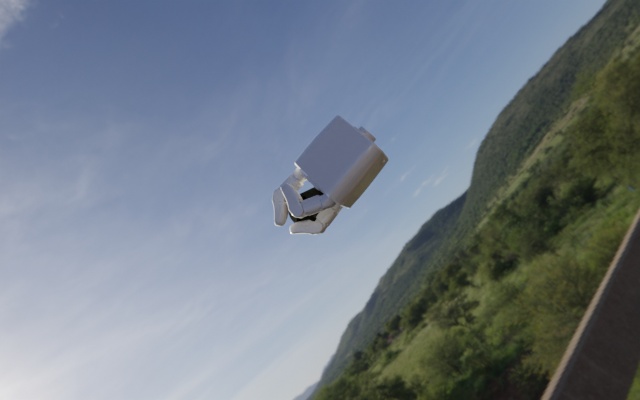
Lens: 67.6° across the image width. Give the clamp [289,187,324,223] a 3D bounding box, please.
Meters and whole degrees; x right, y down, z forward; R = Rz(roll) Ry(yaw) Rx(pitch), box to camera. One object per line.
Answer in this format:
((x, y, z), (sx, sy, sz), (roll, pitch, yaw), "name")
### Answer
((0.000, 0.002, 0.839), (0.039, 0.120, 0.171), (42, 6, 15), "clamp")
